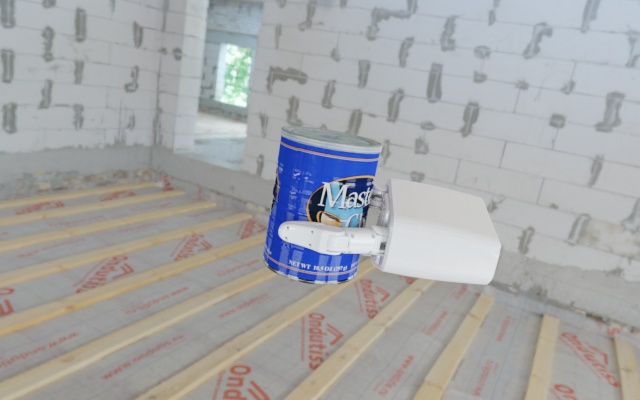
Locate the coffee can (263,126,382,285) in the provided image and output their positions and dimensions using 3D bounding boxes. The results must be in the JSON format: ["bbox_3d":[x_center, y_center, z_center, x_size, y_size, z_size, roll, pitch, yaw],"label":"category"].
[{"bbox_3d":[0.000,0.001,0.494,0.103,0.140,0.102,9,14,-2],"label":"coffee can"}]
